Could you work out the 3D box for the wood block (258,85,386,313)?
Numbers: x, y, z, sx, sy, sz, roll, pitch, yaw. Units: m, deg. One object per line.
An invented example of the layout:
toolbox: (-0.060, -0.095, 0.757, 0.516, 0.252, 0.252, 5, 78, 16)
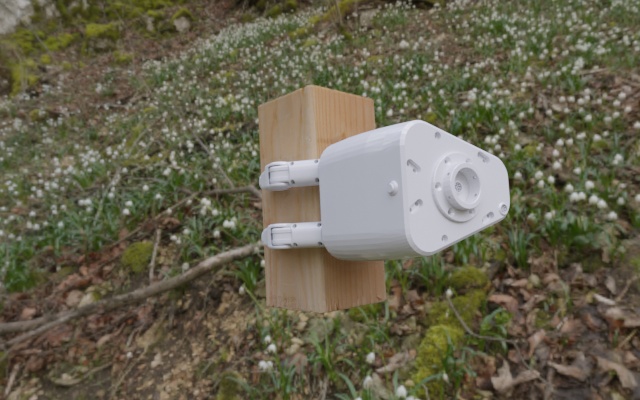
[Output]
wood block: (0.001, 0.001, 0.487, 0.091, 0.206, 0.090, 1, -6, -42)
